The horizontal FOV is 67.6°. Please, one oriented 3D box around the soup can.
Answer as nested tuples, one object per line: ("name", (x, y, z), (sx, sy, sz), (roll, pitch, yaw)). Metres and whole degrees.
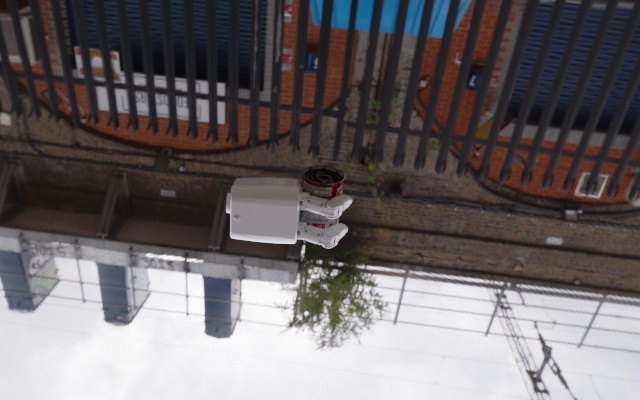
("soup can", (0.001, 0.003, 0.786), (0.068, 0.102, 0.068), (5, 28, -3))
